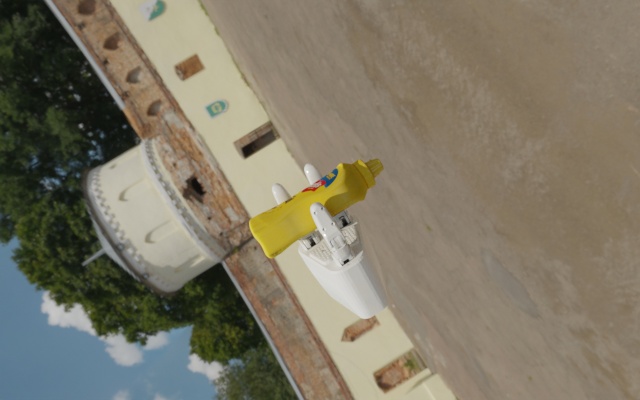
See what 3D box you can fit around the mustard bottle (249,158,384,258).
[{"bbox_3d":[0.000,0.002,0.634,0.191,0.058,0.096,-32,7,-4],"label":"mustard bottle"}]
